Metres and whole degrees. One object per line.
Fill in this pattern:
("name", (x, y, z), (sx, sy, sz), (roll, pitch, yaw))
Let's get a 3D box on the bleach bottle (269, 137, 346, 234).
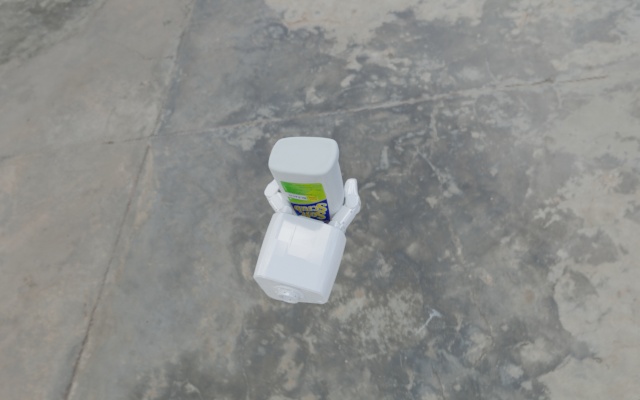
("bleach bottle", (0.000, 0.002, 0.765), (0.102, 0.068, 0.251), (5, -31, 18))
